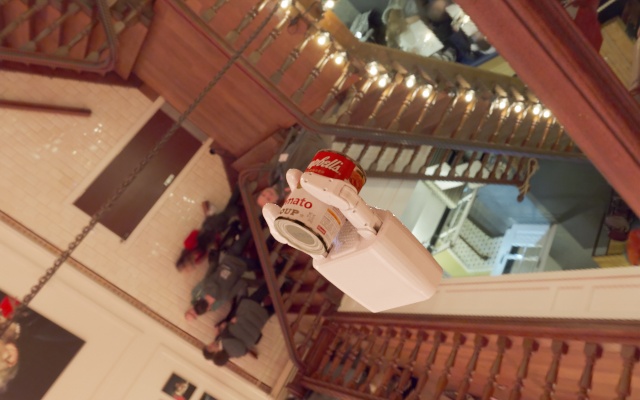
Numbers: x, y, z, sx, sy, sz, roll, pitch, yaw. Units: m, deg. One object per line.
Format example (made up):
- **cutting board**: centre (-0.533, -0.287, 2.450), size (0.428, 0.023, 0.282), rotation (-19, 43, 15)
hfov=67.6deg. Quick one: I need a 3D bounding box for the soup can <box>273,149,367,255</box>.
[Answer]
- **soup can**: centre (0.000, 0.002, 0.539), size (0.068, 0.102, 0.068), rotation (25, -27, 13)
